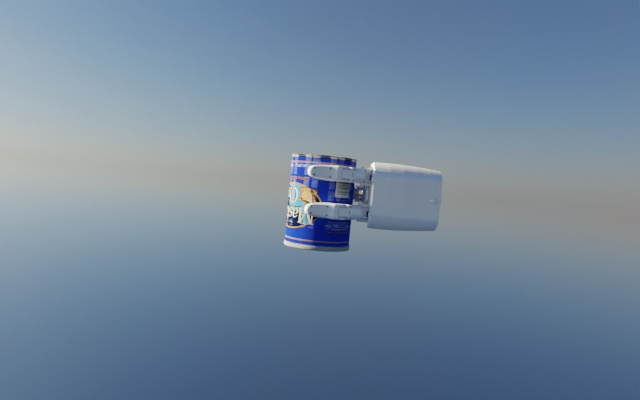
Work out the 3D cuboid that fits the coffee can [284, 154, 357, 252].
[{"bbox_3d":[0.000,0.003,0.743,0.103,0.140,0.103,5,2,0],"label":"coffee can"}]
